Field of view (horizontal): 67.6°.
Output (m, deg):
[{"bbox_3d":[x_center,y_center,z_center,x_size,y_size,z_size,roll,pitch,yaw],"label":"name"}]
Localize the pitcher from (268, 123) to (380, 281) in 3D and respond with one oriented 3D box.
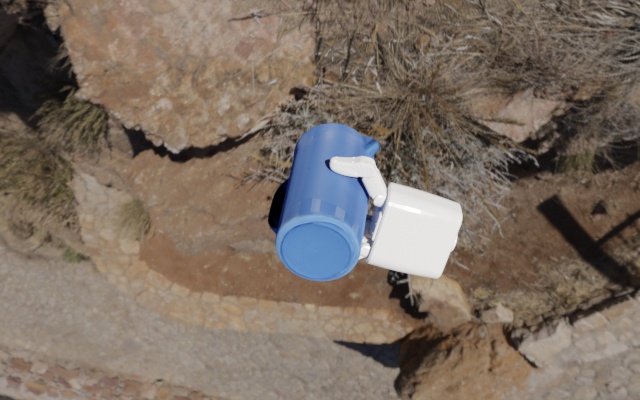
[{"bbox_3d":[0.000,0.002,0.690,0.145,0.149,0.242,16,34,-2],"label":"pitcher"}]
